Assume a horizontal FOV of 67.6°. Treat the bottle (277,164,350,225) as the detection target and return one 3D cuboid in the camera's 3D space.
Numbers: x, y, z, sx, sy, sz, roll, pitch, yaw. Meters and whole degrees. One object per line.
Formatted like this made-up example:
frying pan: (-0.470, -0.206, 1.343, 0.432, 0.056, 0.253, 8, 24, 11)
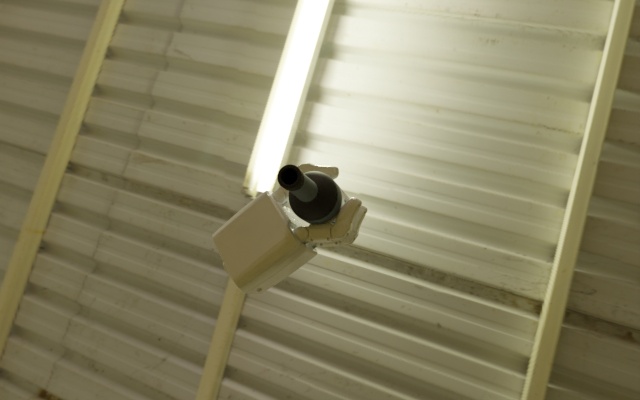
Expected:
bottle: (0.000, 0.002, 0.651, 0.069, 0.069, 0.296, 0, -11, 13)
